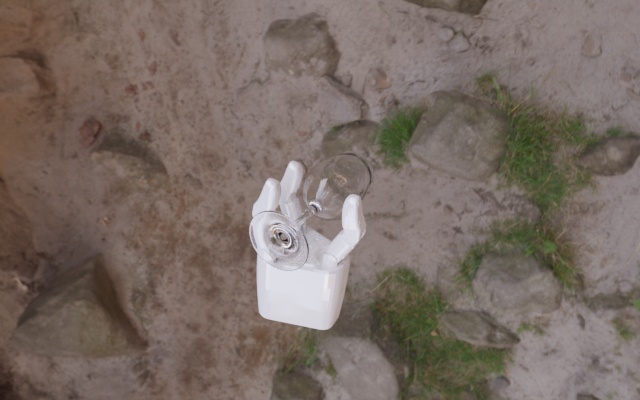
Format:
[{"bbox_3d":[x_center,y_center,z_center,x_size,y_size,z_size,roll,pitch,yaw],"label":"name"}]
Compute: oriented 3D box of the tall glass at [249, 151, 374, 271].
[{"bbox_3d":[0.000,0.002,0.587,0.079,0.079,0.201,0,26,31],"label":"tall glass"}]
